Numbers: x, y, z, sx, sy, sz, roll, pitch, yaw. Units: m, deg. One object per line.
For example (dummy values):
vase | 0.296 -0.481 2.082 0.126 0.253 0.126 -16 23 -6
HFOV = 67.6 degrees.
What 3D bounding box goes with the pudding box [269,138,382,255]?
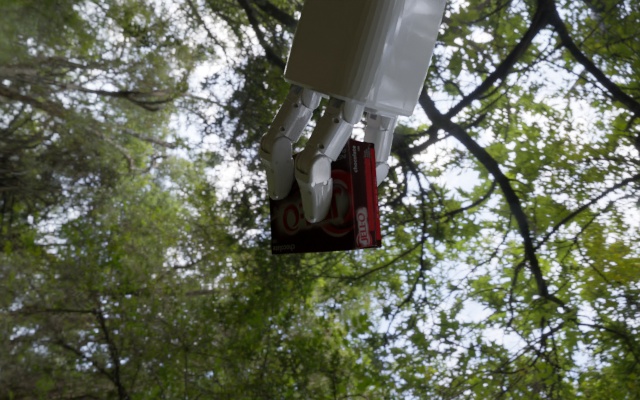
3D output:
pudding box | 0.000 0.001 0.423 0.039 0.090 0.113 3 -9 -40
